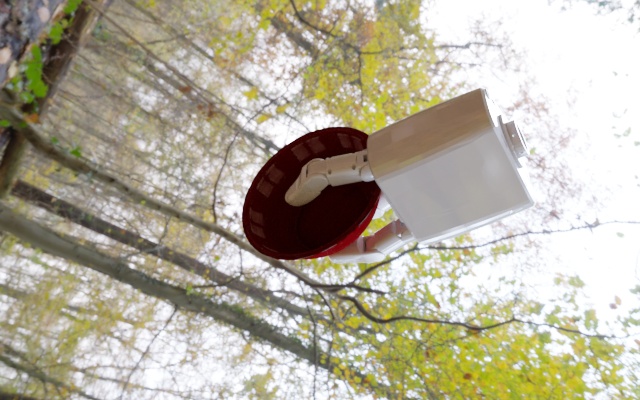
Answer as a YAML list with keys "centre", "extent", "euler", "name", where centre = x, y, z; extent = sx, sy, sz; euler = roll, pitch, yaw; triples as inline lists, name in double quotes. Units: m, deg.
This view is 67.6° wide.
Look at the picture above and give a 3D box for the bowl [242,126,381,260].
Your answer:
- centre: [-0.001, 0.002, 0.495]
  extent: [0.162, 0.162, 0.055]
  euler: [0, -34, 32]
  name: "bowl"
